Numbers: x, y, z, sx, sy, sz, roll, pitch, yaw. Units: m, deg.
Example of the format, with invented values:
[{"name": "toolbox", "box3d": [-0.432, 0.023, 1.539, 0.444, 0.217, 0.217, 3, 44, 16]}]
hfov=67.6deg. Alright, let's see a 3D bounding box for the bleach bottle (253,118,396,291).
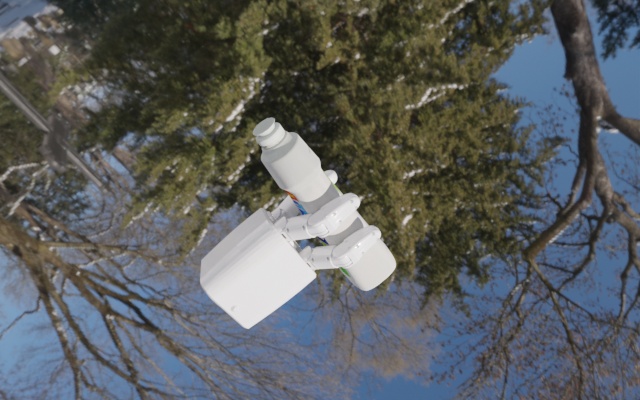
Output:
[{"name": "bleach bottle", "box3d": [0.000, 0.002, 0.581, 0.068, 0.251, 0.102, -39, 33, -3]}]
